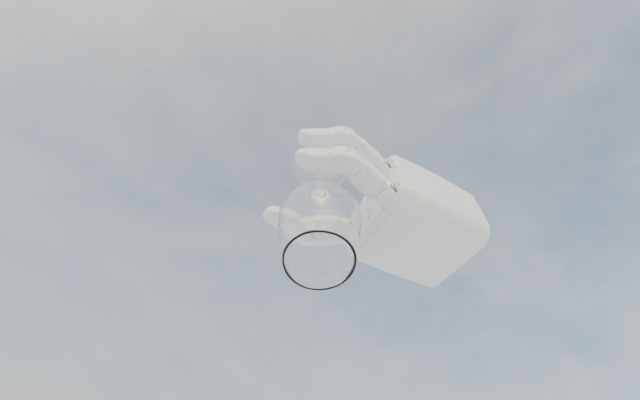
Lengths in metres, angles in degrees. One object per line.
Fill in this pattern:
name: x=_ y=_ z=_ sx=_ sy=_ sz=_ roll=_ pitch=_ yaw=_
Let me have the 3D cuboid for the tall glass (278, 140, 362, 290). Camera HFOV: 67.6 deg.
tall glass: x=0.000 y=0.001 z=0.479 sx=0.079 sy=0.079 sz=0.201 roll=0 pitch=29 yaw=1
